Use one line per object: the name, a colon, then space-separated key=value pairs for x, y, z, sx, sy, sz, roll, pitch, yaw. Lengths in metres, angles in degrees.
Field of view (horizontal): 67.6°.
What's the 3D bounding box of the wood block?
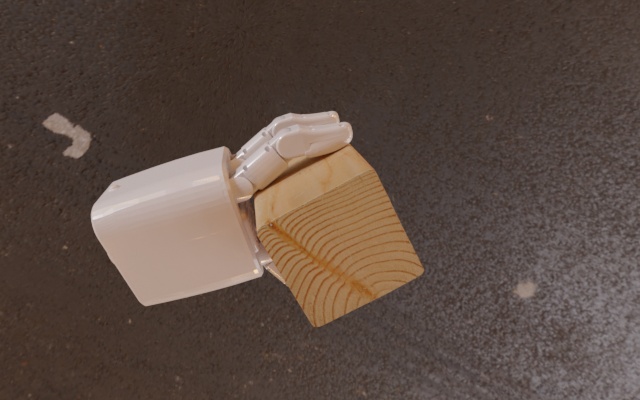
wood block: x=0.000 y=0.002 z=0.416 sx=0.090 sy=0.091 sz=0.206 roll=-28 pitch=22 yaw=1
